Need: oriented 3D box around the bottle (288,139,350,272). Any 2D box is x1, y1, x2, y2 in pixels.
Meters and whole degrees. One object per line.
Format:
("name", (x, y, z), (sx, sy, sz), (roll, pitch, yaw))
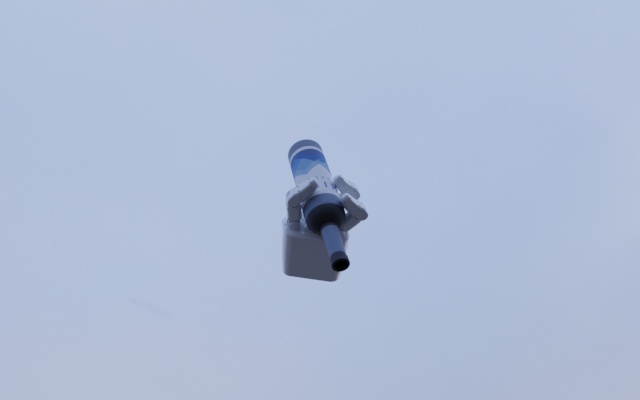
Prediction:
("bottle", (0.000, 0.002, 0.797), (0.069, 0.069, 0.295), (0, 38, -15))
